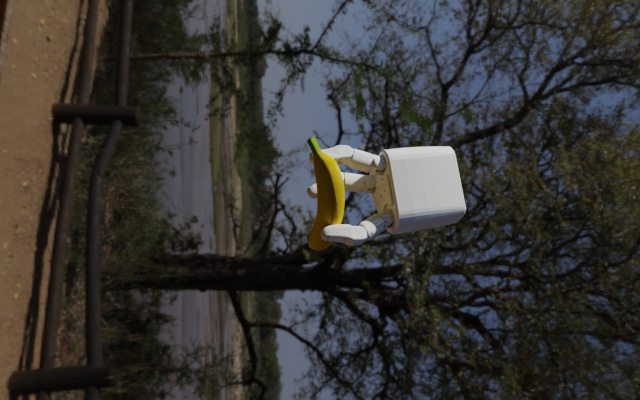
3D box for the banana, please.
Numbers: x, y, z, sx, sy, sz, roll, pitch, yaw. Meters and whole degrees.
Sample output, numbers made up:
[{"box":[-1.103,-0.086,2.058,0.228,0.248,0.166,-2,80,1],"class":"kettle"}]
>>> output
[{"box":[0.007,0.011,0.663,0.037,0.198,0.069,-12,41,-17],"class":"banana"}]
